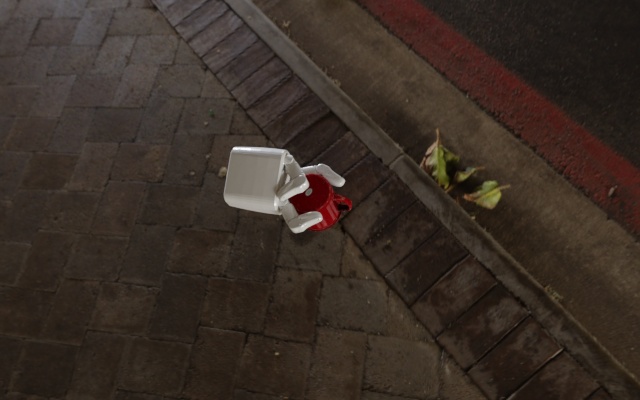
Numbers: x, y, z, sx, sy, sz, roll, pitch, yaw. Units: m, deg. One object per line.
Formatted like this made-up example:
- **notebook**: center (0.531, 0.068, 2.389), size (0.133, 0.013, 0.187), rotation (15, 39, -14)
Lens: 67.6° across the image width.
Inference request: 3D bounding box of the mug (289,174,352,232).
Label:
- **mug**: center (0.001, 0.003, 0.892), size (0.117, 0.093, 0.081), rotation (6, -21, 15)
